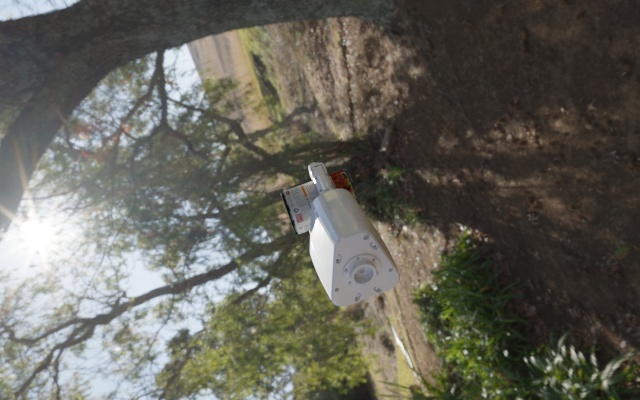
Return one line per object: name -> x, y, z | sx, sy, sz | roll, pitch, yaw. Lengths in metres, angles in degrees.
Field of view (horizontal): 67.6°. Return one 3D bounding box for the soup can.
soup can -> 0.000, 0.002, 0.701 | 0.102, 0.068, 0.068 | -20, 1, -4
